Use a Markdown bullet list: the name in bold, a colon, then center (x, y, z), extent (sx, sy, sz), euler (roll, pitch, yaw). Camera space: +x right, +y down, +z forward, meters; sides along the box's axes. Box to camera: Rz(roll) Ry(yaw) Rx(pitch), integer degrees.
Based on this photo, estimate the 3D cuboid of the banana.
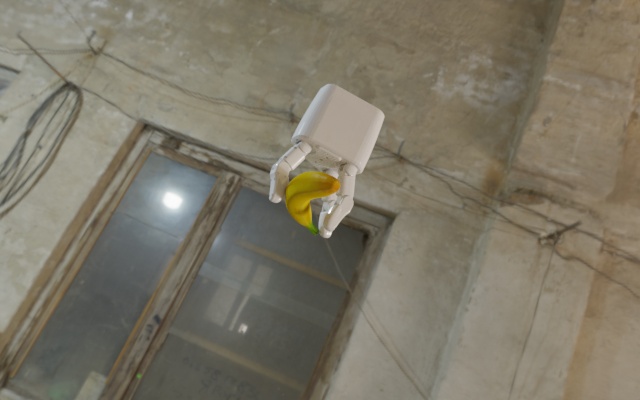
- **banana**: center (-0.017, -0.005, 0.671), extent (0.069, 0.037, 0.198), euler (27, -21, 2)
